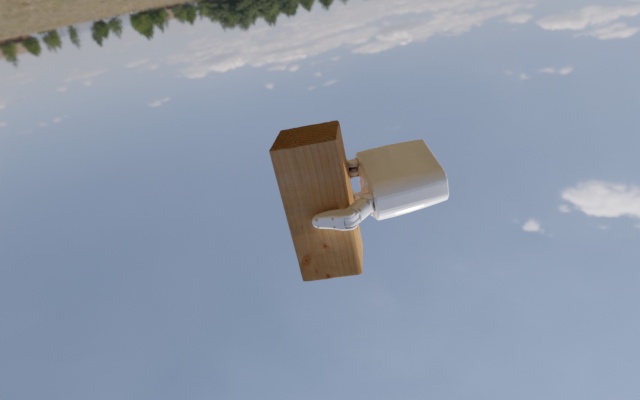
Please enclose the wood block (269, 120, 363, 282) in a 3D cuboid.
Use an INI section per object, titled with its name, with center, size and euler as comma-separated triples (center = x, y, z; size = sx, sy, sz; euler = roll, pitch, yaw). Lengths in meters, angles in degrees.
[wood block]
center = 0.001, 0.002, 0.686
size = 0.090, 0.206, 0.090
euler = -9, 24, 9
